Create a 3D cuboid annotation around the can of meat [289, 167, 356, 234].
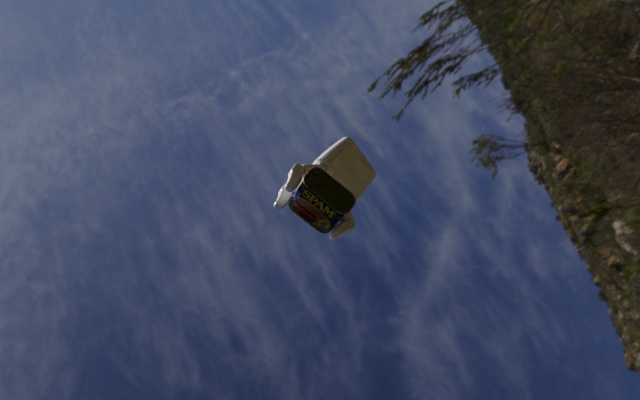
[{"bbox_3d":[0.000,0.003,0.873,0.057,0.102,0.084,-51,-1,-42],"label":"can of meat"}]
